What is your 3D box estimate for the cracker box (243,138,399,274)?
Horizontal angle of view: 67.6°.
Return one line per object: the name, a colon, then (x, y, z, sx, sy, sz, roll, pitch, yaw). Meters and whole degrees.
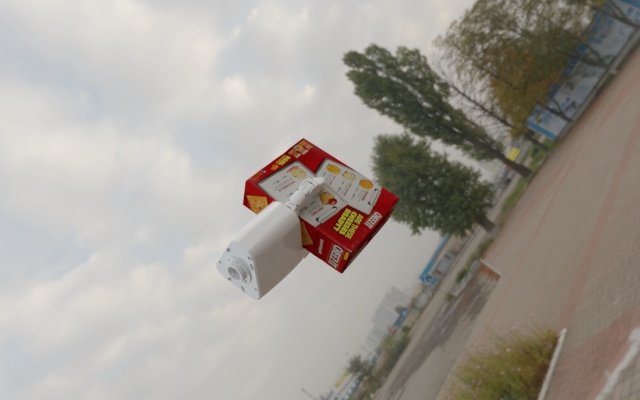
cracker box: (0.000, 0.002, 0.824, 0.213, 0.072, 0.164, 34, 48, 15)
